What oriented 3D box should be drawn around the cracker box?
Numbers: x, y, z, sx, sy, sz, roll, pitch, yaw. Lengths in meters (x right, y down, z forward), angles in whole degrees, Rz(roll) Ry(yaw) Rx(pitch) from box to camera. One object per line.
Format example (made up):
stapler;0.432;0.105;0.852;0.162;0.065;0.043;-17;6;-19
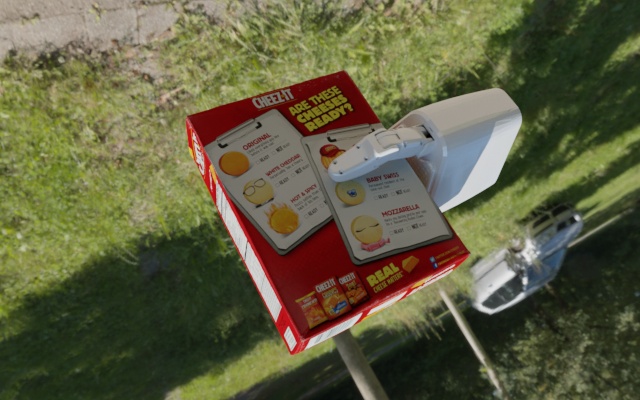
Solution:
cracker box;0.000;0.001;0.424;0.164;0.213;0.072;-22;-22;-23
